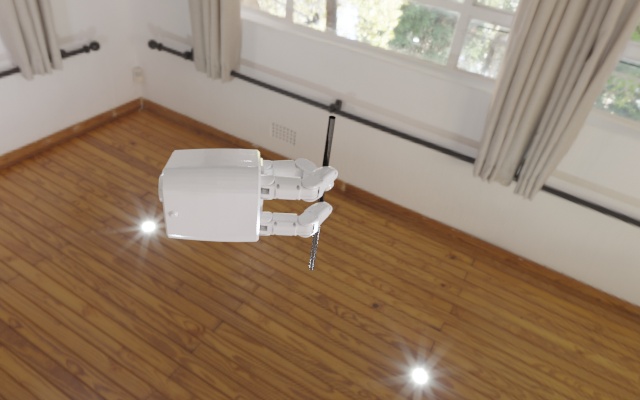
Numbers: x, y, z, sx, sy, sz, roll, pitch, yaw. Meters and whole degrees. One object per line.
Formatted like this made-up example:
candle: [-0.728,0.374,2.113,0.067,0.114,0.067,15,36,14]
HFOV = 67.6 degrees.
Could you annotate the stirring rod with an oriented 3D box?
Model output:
stirring rod: [0.000,0.002,0.606,0.011,0.240,0.011,5,37,-4]
